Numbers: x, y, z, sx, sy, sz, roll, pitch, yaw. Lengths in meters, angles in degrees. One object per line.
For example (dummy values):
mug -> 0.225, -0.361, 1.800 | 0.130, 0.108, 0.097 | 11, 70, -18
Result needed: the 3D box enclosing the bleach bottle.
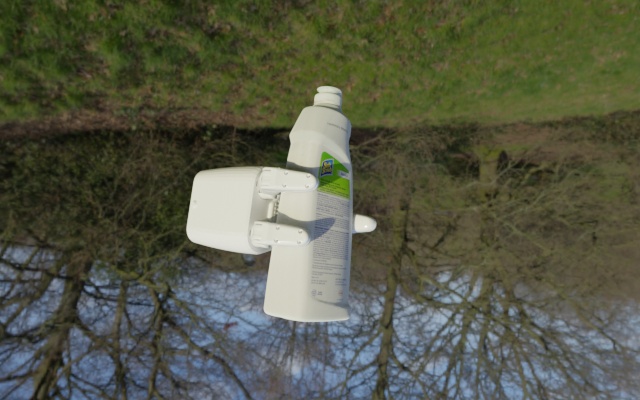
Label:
bleach bottle -> 0.000, 0.002, 0.528 | 0.068, 0.251, 0.102 | 2, -8, 37
